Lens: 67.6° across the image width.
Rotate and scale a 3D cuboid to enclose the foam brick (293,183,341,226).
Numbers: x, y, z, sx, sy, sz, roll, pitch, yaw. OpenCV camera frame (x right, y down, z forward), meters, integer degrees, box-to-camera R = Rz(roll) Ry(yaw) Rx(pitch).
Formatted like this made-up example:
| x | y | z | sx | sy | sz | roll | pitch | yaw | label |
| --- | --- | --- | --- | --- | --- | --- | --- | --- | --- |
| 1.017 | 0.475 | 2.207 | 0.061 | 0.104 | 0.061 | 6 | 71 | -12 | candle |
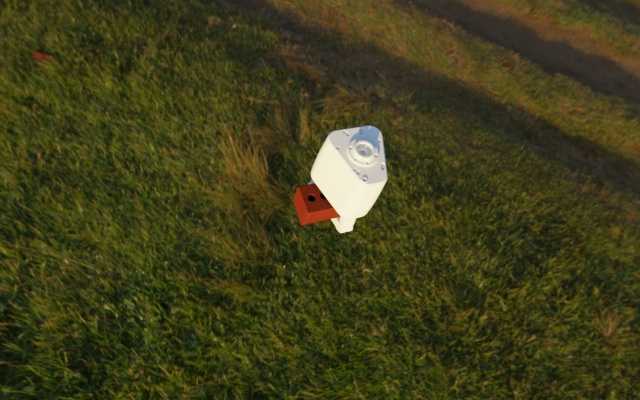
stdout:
| x | y | z | sx | sy | sz | roll | pitch | yaw | label |
| --- | --- | --- | --- | --- | --- | --- | --- | --- | --- |
| 0.000 | 0.003 | 0.810 | 0.078 | 0.053 | 0.051 | -12 | -23 | -20 | foam brick |
